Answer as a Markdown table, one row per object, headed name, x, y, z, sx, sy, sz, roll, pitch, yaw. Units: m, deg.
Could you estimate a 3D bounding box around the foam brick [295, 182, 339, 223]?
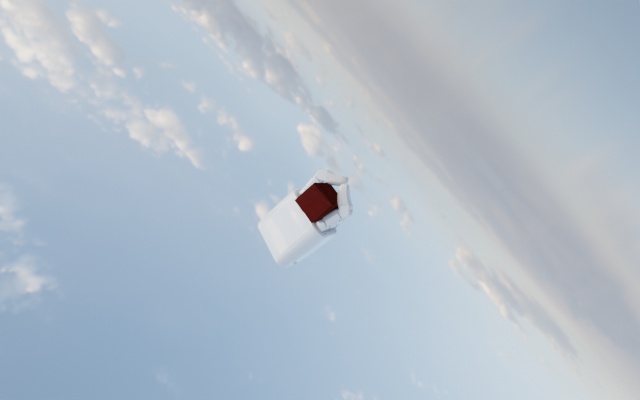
| name | x | y | z | sx | sy | sz | roll | pitch | yaw |
| --- | --- | --- | --- | --- | --- | --- | --- | --- | --- |
| foam brick | 0.000 | 0.003 | 0.853 | 0.051 | 0.053 | 0.078 | -40 | -11 | 17 |
